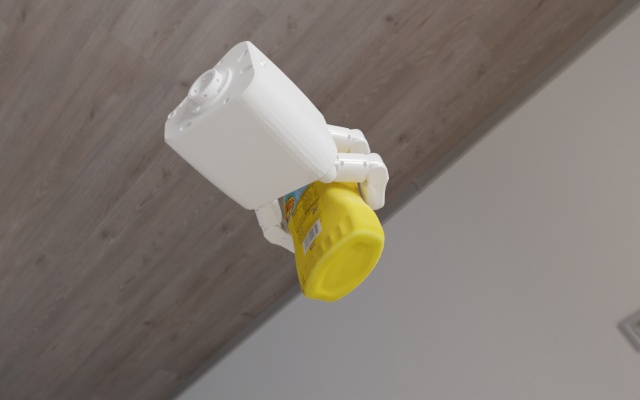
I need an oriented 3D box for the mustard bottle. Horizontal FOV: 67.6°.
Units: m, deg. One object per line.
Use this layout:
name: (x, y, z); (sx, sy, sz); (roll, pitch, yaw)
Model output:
mustard bottle: (0.000, 0.002, 0.489); (0.058, 0.096, 0.191); (16, 33, -27)
